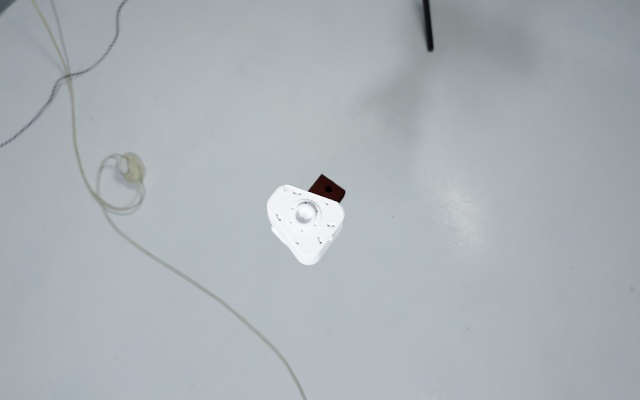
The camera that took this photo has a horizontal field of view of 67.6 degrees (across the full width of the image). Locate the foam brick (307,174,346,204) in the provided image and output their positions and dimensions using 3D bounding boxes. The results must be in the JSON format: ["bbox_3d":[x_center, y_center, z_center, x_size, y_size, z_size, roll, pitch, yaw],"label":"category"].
[{"bbox_3d":[0.000,0.002,0.818,0.053,0.078,0.051,36,-10,7],"label":"foam brick"}]
